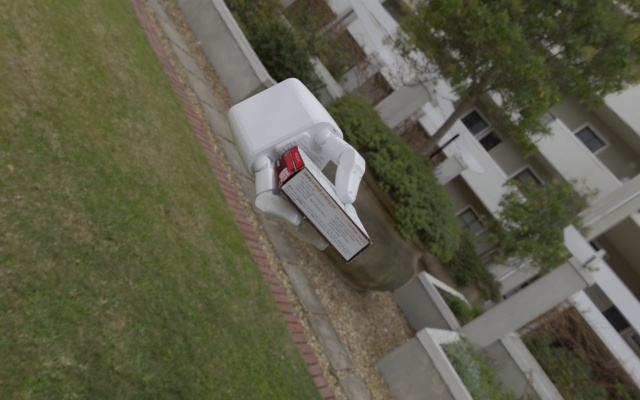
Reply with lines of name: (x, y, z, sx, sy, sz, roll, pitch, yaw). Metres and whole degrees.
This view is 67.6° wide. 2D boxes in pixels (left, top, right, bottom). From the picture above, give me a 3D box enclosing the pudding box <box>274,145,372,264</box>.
pudding box: (0.000, 0.002, 0.504, 0.039, 0.113, 0.090, -40, 20, 8)
